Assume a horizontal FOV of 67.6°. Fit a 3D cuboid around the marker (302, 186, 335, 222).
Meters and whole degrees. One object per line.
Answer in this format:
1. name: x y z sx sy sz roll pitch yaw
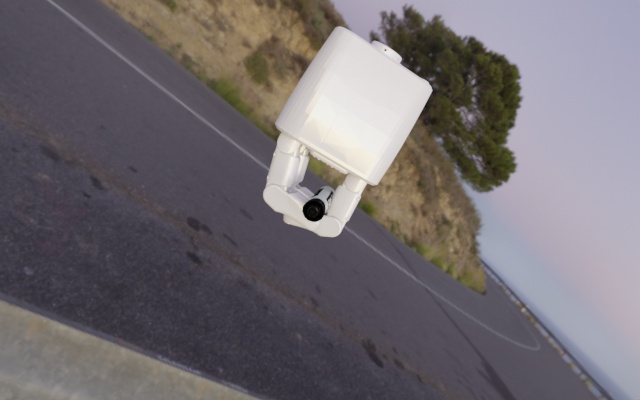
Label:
1. marker: 0.000 0.002 0.444 0.020 0.020 0.121 0 7 6
